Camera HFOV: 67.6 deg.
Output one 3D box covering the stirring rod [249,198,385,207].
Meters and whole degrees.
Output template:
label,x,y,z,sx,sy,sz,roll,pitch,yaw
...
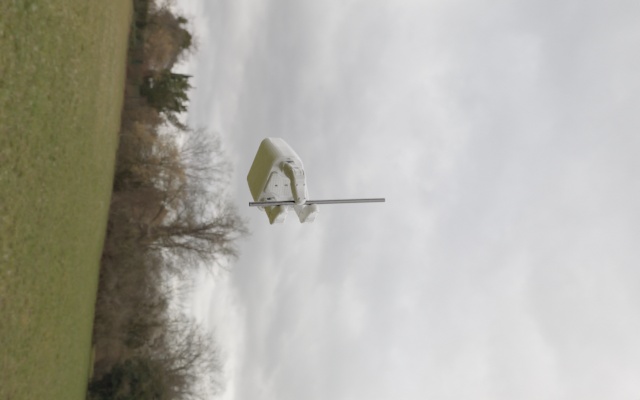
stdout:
label,x,y,z,sx,sy,sz,roll,pitch,yaw
stirring rod,0.000,0.003,0.796,0.239,0.011,0.011,-2,1,-21
